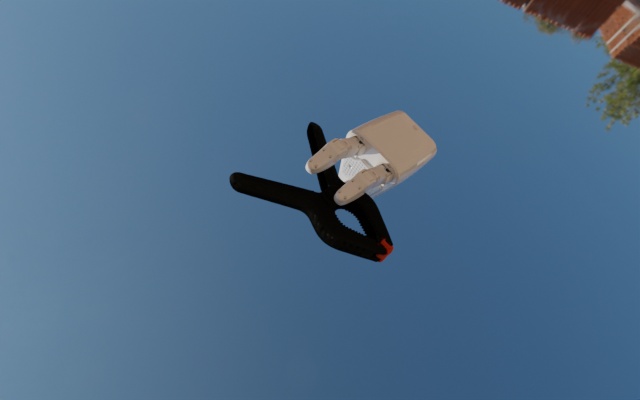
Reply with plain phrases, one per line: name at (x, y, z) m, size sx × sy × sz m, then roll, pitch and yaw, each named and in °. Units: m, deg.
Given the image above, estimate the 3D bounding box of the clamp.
clamp at (0.000, 0.003, 0.601) m, size 0.164 × 0.210 × 0.036 m, roll -32°, pitch -16°, yaw -35°
